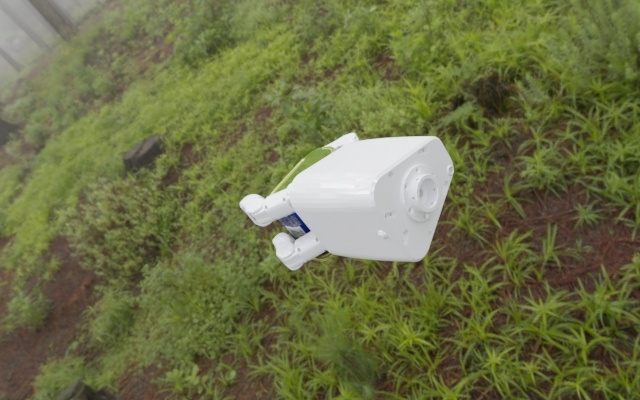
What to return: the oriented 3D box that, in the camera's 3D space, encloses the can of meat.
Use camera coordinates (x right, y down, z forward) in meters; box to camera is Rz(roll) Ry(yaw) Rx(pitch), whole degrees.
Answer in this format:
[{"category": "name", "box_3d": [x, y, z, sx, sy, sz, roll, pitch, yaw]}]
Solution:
[{"category": "can of meat", "box_3d": [0.000, 0.001, 0.535, 0.057, 0.084, 0.102, 5, 49, 53]}]
